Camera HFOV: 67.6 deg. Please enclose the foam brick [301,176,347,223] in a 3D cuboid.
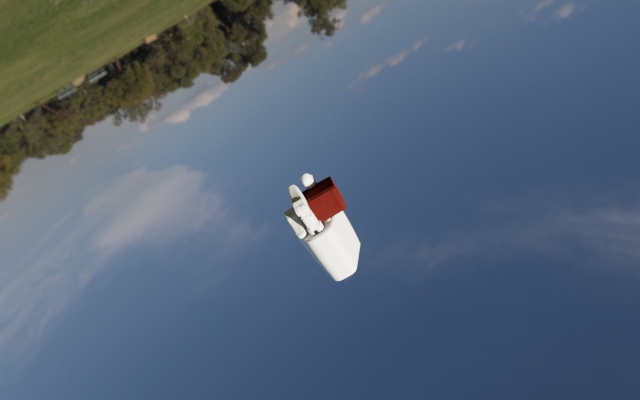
[{"bbox_3d":[0.000,0.003,0.858,0.078,0.051,0.053,-30,23,7],"label":"foam brick"}]
